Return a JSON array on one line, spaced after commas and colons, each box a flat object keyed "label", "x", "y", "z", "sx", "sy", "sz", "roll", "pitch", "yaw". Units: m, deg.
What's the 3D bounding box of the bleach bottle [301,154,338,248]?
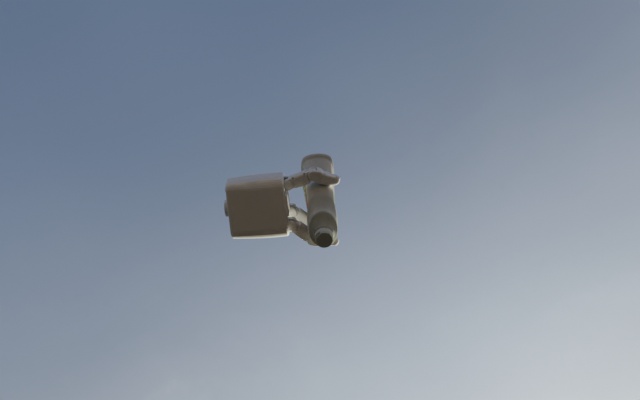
[{"label": "bleach bottle", "x": 0.000, "y": 0.003, "z": 0.892, "sx": 0.068, "sy": 0.103, "sz": 0.250, "roll": -4, "pitch": 26, "yaw": -1}]
